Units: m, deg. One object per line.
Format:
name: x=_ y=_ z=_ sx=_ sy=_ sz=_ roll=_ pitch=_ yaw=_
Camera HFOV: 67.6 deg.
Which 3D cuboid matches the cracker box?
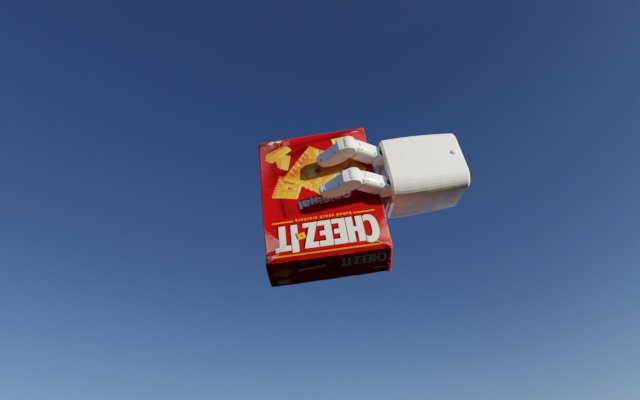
cracker box: x=0.000 y=0.002 z=0.676 sx=0.164 sy=0.213 sz=0.072 roll=-8 pitch=-37 yaw=-1
